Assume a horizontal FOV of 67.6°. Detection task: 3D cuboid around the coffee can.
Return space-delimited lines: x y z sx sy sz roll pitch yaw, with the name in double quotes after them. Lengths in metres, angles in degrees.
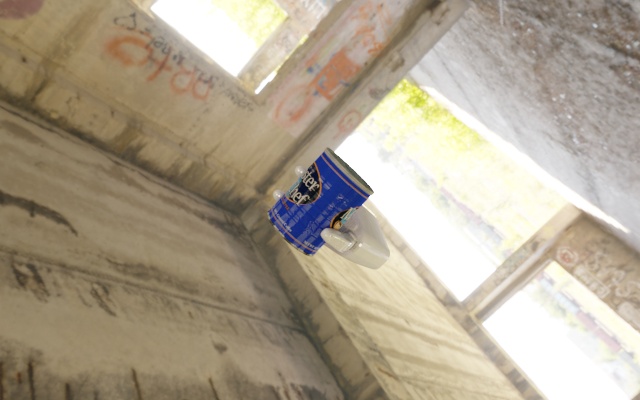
0.000 0.002 0.747 0.103 0.140 0.102 42 10 -9 "coffee can"
